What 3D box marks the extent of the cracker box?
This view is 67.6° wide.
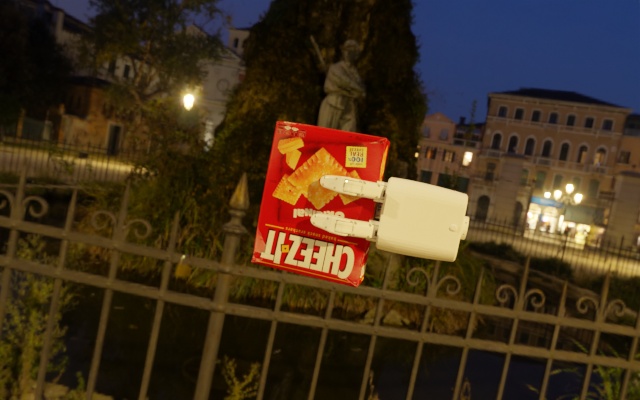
[{"bbox_3d":[0.000,0.002,0.699,0.164,0.214,0.072,11,3,12],"label":"cracker box"}]
